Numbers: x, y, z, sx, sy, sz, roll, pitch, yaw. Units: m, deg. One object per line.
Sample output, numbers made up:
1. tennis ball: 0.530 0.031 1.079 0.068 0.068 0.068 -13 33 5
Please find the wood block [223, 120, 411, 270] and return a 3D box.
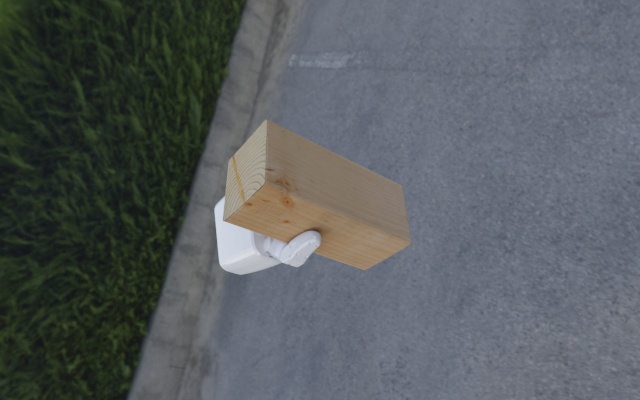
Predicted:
1. wood block: 0.000 0.002 0.568 0.206 0.090 0.090 22 -41 -31
